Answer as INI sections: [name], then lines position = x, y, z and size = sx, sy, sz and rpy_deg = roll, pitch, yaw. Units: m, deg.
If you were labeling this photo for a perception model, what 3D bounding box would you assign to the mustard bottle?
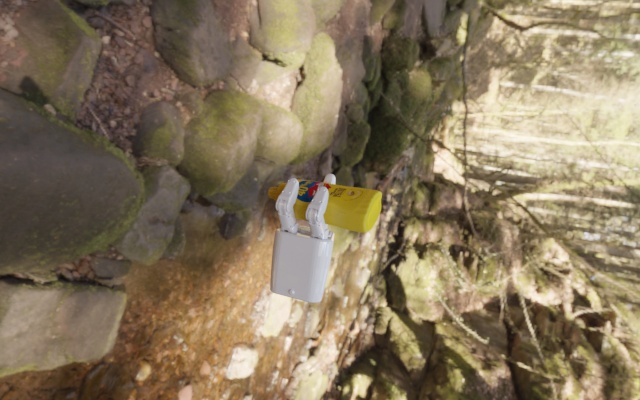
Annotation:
[mustard bottle]
position = 0.000, 0.002, 0.803
size = 0.191, 0.058, 0.096
rpy_deg = 10, 31, 20
